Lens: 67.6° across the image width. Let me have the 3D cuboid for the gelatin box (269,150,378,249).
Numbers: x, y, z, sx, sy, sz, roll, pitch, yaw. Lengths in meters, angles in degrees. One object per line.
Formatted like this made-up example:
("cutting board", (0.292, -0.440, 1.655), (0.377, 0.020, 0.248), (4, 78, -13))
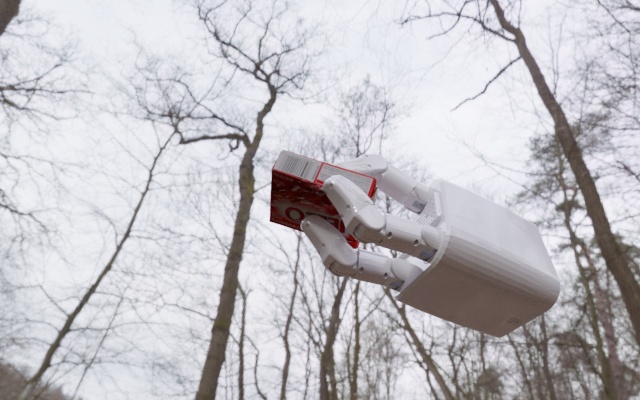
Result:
("gelatin box", (0.000, 0.001, 0.426), (0.089, 0.030, 0.073), (18, -39, 7))
